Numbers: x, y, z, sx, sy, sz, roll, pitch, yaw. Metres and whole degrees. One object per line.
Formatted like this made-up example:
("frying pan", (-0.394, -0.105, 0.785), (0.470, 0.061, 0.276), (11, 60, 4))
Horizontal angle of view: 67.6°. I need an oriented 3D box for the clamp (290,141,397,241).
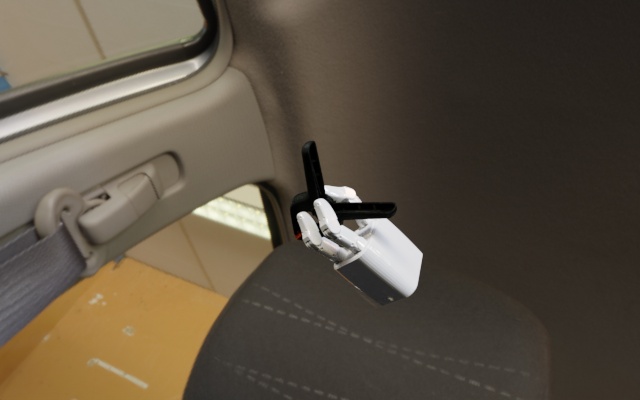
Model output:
("clamp", (0.000, 0.002, 0.754), (0.210, 0.164, 0.036), (-37, 13, 51))
